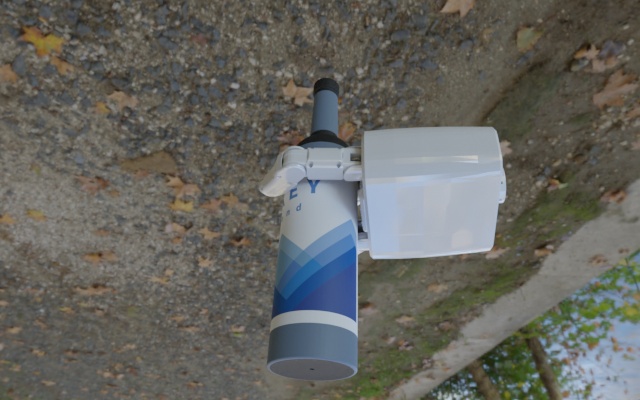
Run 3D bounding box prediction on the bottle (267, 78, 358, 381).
[{"bbox_3d":[0.000,0.002,0.429,0.069,0.295,0.069,2,-33,1],"label":"bottle"}]
